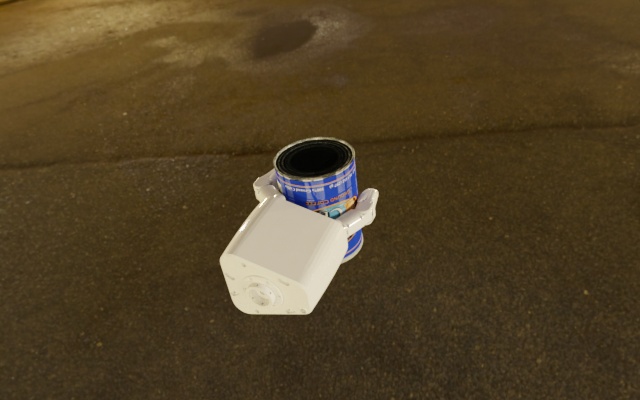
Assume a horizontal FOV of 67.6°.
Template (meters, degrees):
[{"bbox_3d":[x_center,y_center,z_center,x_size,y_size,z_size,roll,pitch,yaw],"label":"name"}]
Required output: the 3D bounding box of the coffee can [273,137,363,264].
[{"bbox_3d":[0.000,0.002,0.631,0.103,0.140,0.102,-6,35,4],"label":"coffee can"}]
